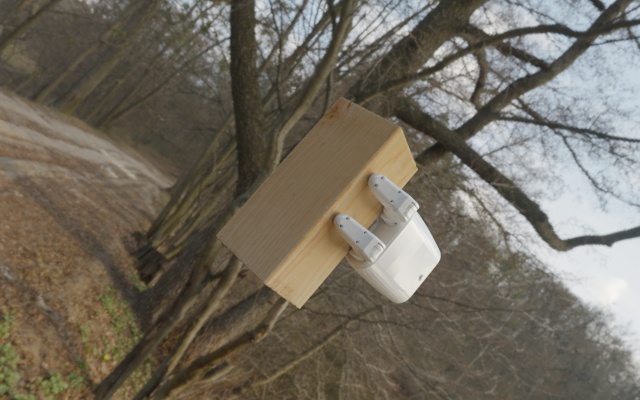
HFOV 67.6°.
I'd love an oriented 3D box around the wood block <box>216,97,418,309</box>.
[{"bbox_3d":[0.000,0.002,0.526,0.090,0.206,0.090,35,-10,36],"label":"wood block"}]
